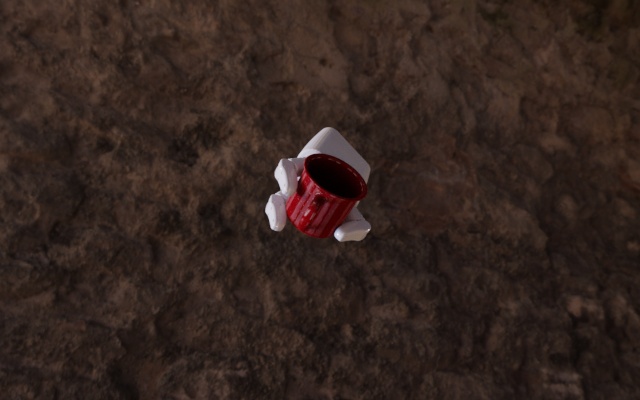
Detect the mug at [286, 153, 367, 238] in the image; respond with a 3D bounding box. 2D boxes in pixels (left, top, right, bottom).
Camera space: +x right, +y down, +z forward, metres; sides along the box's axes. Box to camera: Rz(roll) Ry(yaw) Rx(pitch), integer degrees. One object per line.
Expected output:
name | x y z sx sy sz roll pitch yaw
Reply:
mug | 0.000 0.003 0.635 0.093 0.081 0.117 31 33 0
